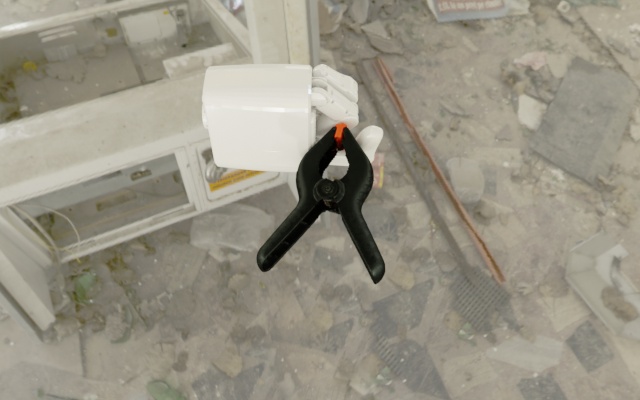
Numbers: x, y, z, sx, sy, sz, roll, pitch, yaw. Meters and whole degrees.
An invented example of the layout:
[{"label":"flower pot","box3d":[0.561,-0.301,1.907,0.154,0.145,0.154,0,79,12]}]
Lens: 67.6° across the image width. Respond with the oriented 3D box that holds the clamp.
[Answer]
[{"label":"clamp","box3d":[0.000,0.001,0.472,0.120,0.171,0.039,-1,-31,3]}]
